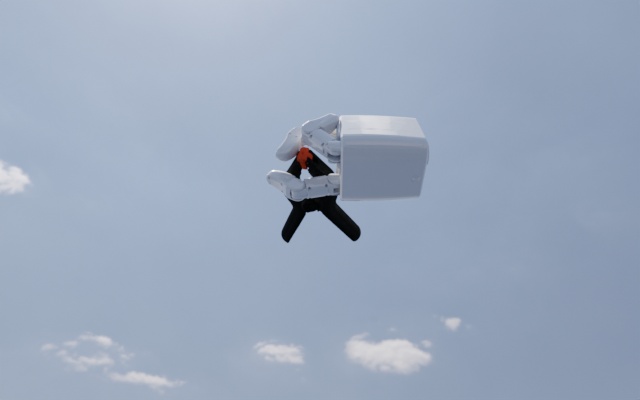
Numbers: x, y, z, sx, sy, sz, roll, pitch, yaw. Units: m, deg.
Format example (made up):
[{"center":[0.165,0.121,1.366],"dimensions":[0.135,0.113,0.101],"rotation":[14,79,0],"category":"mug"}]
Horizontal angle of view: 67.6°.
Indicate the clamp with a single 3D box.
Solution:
[{"center":[0.000,0.002,0.677],"dimensions":[0.120,0.039,0.172],"rotation":[0,-45,0],"category":"clamp"}]
